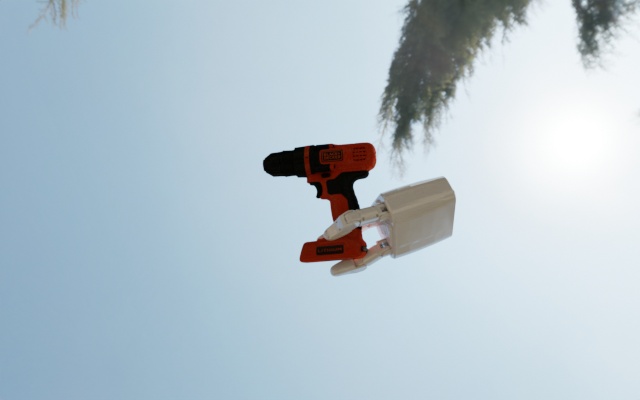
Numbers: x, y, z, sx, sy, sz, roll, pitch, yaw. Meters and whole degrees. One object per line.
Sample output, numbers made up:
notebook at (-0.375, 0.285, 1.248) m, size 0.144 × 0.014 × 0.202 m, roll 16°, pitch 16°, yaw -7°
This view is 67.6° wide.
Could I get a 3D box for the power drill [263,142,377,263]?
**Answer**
power drill at (0.000, 0.003, 0.752) m, size 0.184 × 0.187 × 0.057 m, roll -5°, pitch -8°, yaw 12°
